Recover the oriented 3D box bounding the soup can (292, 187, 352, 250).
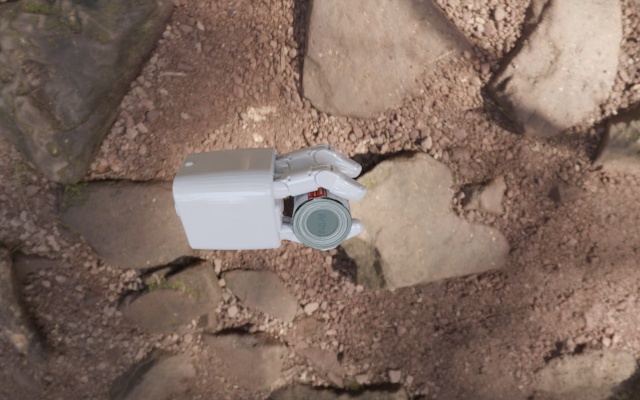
[{"bbox_3d":[0.001,0.002,0.559,0.068,0.068,0.102,0,29,-2],"label":"soup can"}]
